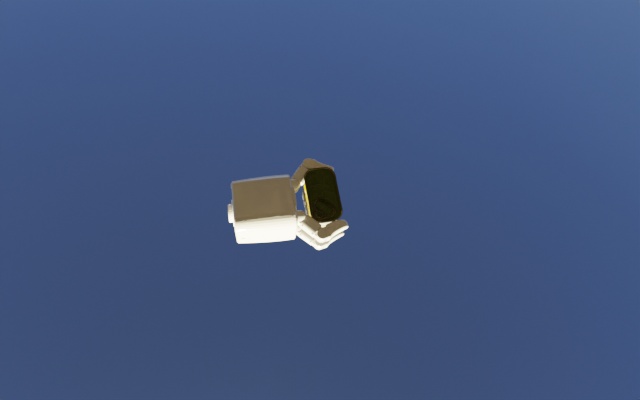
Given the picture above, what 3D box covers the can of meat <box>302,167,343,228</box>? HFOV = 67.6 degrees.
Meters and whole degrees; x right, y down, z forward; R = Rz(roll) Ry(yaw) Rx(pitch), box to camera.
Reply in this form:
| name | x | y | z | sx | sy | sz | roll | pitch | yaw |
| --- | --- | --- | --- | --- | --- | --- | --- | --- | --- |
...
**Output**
| name | x | y | z | sx | sy | sz | roll | pitch | yaw |
| --- | --- | --- | --- | --- | --- | --- | --- | --- | --- |
| can of meat | 0.000 | 0.003 | 0.871 | 0.057 | 0.102 | 0.084 | -8 | -19 | -10 |
